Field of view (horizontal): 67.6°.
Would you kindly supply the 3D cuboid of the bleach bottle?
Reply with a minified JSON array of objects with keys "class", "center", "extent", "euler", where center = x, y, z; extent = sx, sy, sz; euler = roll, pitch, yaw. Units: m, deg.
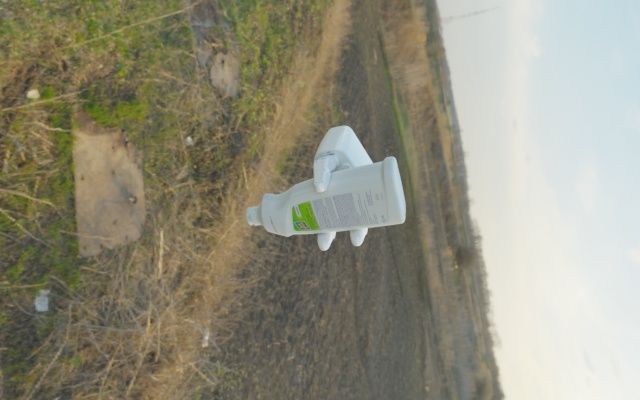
[{"class":"bleach bottle","center":[0.000,0.003,0.746],"extent":[0.251,0.103,0.068],"euler":[-8,29,17]}]
